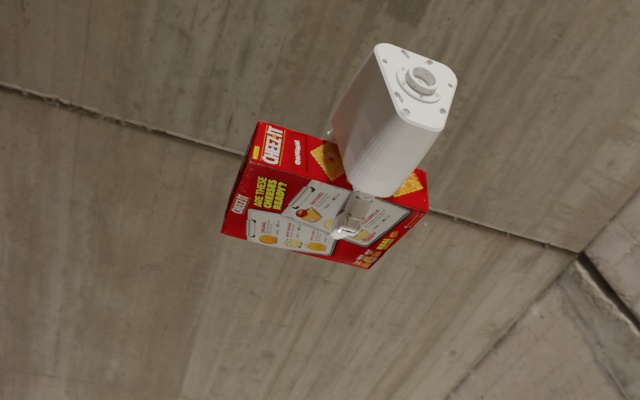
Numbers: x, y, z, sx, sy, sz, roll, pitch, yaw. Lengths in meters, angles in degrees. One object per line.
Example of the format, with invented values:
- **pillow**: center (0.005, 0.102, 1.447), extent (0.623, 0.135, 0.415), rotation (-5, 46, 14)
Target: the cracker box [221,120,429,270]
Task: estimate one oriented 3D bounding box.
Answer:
- **cracker box**: center (0.000, 0.002, 0.596), extent (0.214, 0.072, 0.164), rotation (16, -37, -14)
